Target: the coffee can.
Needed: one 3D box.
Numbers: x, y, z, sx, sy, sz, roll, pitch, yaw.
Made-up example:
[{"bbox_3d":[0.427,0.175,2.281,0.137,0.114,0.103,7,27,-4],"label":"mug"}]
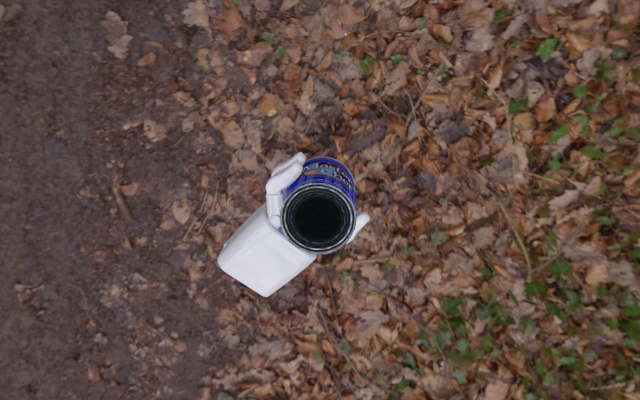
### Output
[{"bbox_3d":[0.000,0.002,0.696,0.103,0.103,0.140,0,19,3],"label":"coffee can"}]
